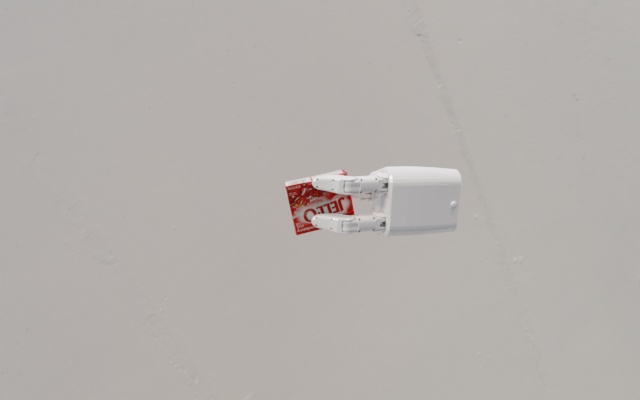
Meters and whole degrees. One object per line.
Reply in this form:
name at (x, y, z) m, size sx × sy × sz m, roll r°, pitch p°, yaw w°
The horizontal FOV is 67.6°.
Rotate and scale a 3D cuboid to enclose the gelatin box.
gelatin box at (0.000, 0.002, 0.675) m, size 0.089 × 0.073 × 0.030 m, roll -13°, pitch 16°, yaw -3°
